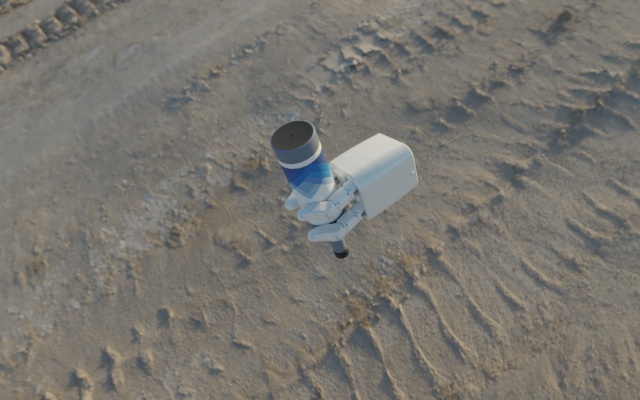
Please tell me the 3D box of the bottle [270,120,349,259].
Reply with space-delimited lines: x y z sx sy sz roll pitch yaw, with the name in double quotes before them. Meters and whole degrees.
"bottle" 0.000 0.002 0.779 0.069 0.069 0.296 0 -40 21
